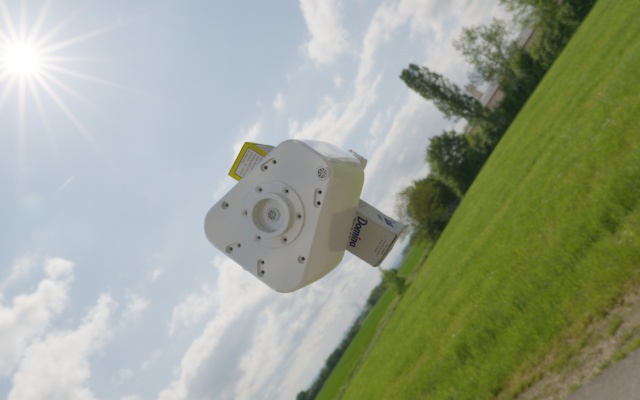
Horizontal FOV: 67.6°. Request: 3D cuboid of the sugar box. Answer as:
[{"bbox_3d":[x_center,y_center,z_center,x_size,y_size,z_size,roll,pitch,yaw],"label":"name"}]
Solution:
[{"bbox_3d":[0.000,0.002,0.500,0.176,0.048,0.093,34,11,11],"label":"sugar box"}]
